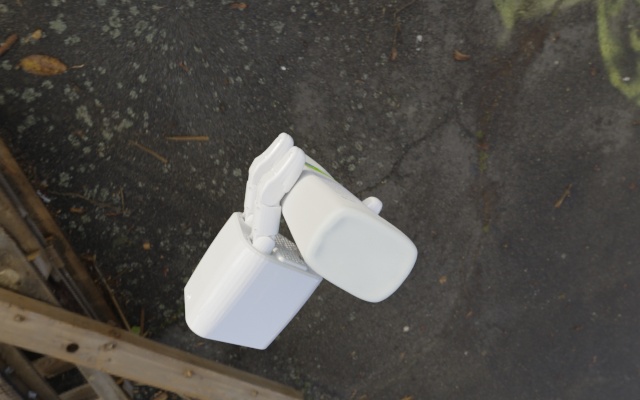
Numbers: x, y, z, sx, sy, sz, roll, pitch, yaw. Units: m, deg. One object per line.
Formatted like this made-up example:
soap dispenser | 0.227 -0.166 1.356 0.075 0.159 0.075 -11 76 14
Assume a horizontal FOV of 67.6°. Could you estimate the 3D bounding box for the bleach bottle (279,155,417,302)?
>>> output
bleach bottle | 0.000 0.002 0.500 0.102 0.068 0.250 33 9 -25
